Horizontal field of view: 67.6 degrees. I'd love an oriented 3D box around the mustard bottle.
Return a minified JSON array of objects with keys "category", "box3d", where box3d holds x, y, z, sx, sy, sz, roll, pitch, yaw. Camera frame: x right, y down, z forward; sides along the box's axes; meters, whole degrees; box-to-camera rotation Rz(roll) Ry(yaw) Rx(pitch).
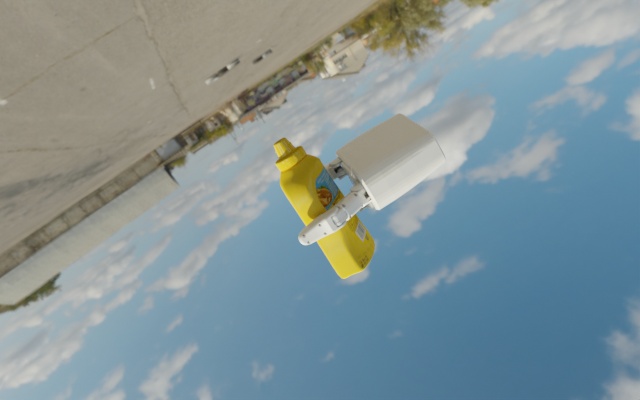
[{"category":"mustard bottle","box3d":[0.000,0.002,0.621,0.058,0.192,0.096,-27,16,23]}]
